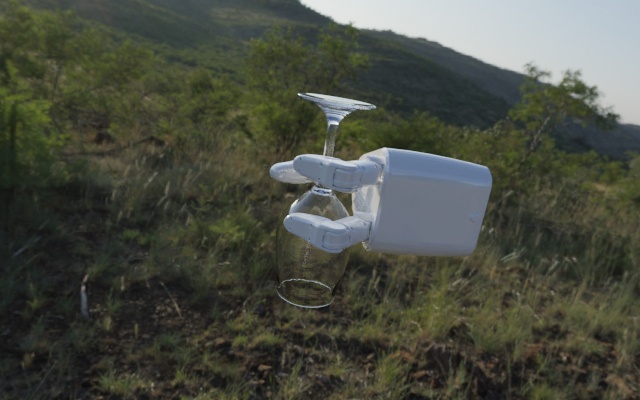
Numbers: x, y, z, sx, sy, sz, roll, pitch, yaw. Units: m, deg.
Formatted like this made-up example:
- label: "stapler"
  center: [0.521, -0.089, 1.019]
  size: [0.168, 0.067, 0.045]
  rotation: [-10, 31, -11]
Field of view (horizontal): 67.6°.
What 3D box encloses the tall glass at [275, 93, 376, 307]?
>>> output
- label: "tall glass"
  center: [0.000, 0.001, 0.469]
  size: [0.079, 0.201, 0.079]
  rotation: [9, 16, -3]
